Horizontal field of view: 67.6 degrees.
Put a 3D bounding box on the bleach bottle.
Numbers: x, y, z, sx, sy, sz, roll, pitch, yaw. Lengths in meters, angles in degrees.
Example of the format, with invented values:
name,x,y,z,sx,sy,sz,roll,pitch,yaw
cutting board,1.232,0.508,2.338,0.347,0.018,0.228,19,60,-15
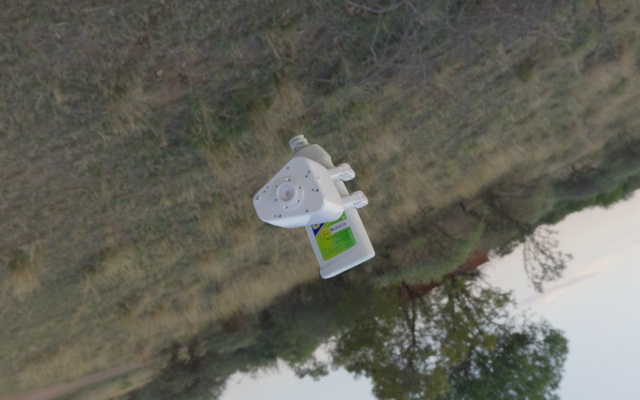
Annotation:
name,x,y,z,sx,sy,sz,roll,pitch,yaw
bleach bottle,0.000,0.003,0.845,0.102,0.250,0.068,-27,-12,11
